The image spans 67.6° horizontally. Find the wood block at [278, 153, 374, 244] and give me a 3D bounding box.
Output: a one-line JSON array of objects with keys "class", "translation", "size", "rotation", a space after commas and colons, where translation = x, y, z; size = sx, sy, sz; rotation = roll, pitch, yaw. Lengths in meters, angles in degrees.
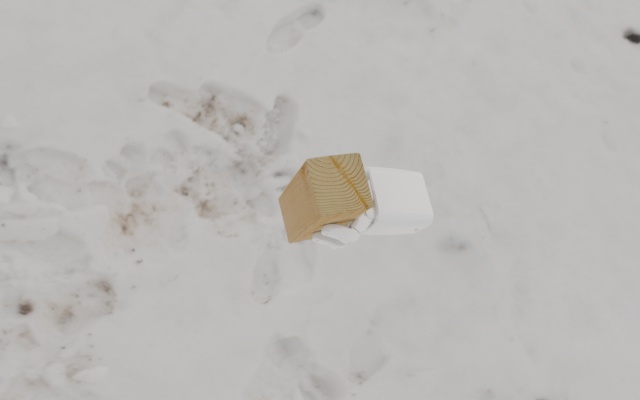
[{"class": "wood block", "translation": [0.000, 0.002, 0.796], "size": [0.090, 0.090, 0.206], "rotation": [-9, -13, -19]}]
